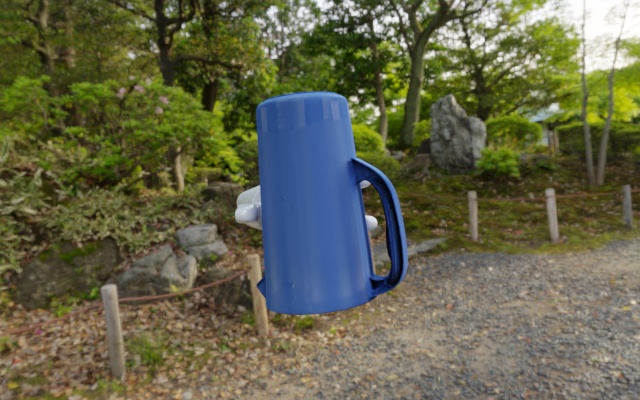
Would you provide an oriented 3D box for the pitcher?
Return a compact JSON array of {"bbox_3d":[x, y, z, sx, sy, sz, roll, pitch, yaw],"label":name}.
[{"bbox_3d":[0.000,0.002,0.557,0.149,0.243,0.145,-7,3,-21],"label":"pitcher"}]
